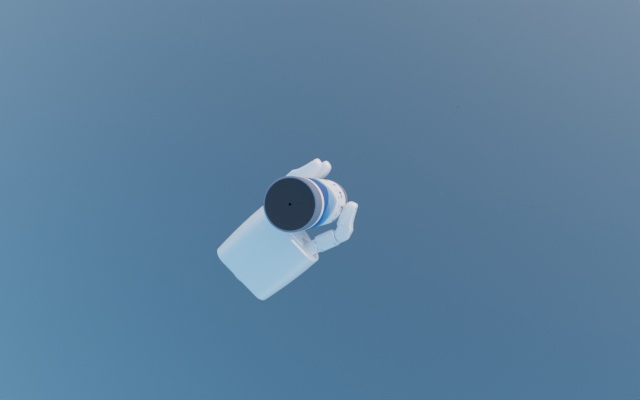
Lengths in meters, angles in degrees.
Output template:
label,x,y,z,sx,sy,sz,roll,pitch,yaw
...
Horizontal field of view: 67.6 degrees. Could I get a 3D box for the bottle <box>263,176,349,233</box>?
label,x,y,z,sx,sy,sz,roll,pitch,yaw
bottle,0.000,0.002,0.698,0.069,0.069,0.295,0,1,14
